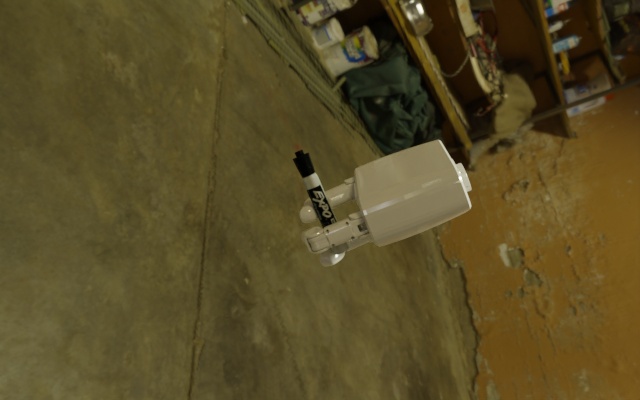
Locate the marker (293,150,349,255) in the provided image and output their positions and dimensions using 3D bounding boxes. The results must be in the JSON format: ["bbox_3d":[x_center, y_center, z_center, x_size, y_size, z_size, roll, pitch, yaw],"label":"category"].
[{"bbox_3d":[0.000,0.002,0.521,0.020,0.121,0.020,-23,10,4],"label":"marker"}]
